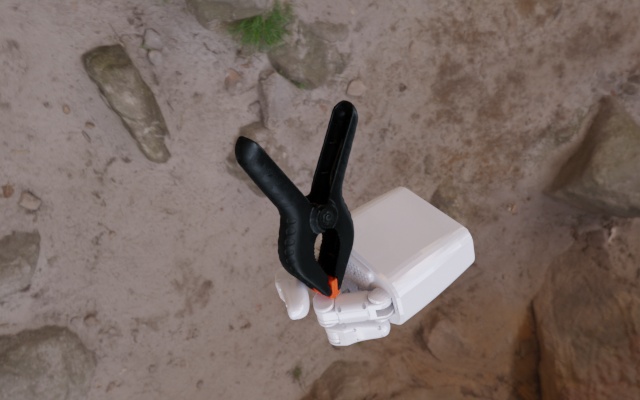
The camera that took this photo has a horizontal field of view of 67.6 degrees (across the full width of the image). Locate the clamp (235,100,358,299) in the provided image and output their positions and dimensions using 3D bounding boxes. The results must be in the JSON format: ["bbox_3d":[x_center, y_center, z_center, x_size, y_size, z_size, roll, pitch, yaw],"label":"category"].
[{"bbox_3d":[0.000,0.002,0.408,0.120,0.172,0.039,-32,35,-27],"label":"clamp"}]
